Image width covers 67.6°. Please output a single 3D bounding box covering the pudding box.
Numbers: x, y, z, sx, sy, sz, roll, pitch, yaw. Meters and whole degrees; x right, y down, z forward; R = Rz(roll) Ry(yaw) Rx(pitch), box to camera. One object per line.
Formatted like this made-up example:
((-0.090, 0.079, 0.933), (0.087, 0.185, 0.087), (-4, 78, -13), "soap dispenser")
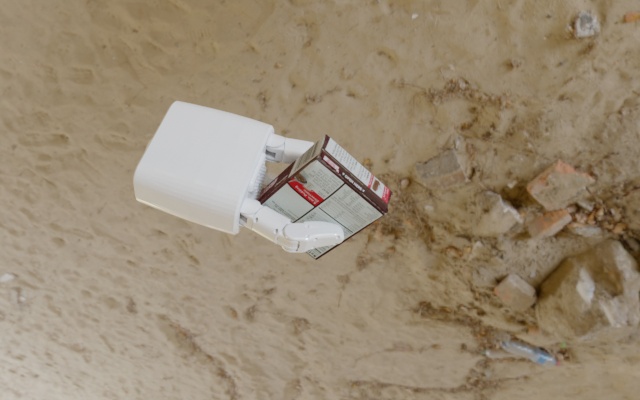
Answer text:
((0.000, 0.002, 0.473), (0.090, 0.039, 0.113), (39, -47, -17), "pudding box")
